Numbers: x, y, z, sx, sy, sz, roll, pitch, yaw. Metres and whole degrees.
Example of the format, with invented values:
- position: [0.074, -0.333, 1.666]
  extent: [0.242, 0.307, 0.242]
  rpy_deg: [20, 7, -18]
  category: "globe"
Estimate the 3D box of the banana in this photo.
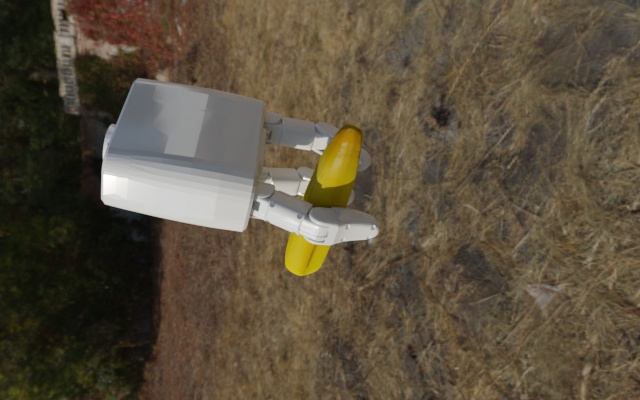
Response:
- position: [-0.004, 0.018, 0.419]
  extent: [0.037, 0.069, 0.198]
  rpy_deg: [16, -34, -3]
  category: "banana"
